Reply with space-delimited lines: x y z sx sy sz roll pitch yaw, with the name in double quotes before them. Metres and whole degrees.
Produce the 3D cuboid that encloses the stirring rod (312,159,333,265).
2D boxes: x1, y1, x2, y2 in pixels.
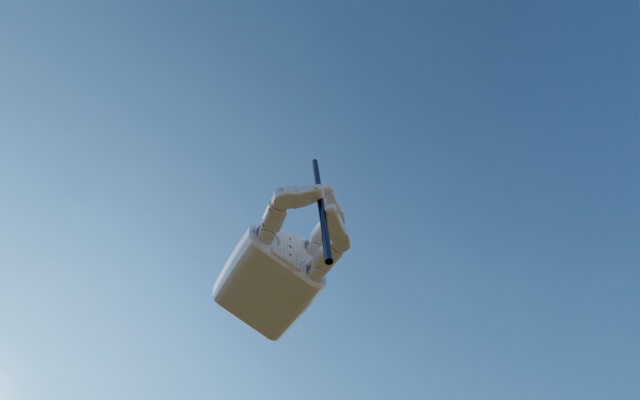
"stirring rod" 0.000 0.002 0.553 0.011 0.011 0.239 0 28 -4
